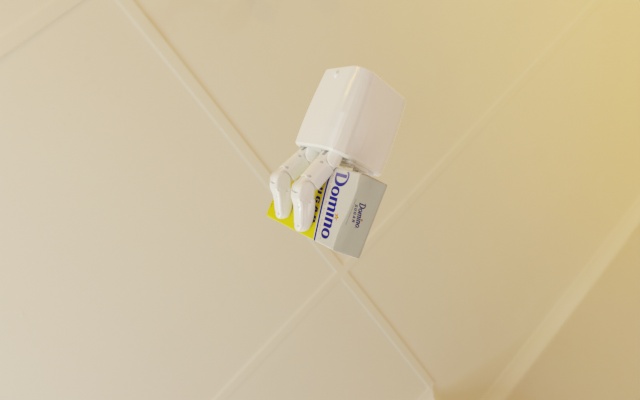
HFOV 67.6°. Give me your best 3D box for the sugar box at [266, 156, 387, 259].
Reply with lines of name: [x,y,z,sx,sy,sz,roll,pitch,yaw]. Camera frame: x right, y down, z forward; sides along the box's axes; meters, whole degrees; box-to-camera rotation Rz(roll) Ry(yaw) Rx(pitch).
sugar box: [0.000,0.002,0.598,0.048,0.093,0.176,22,-2,-31]
